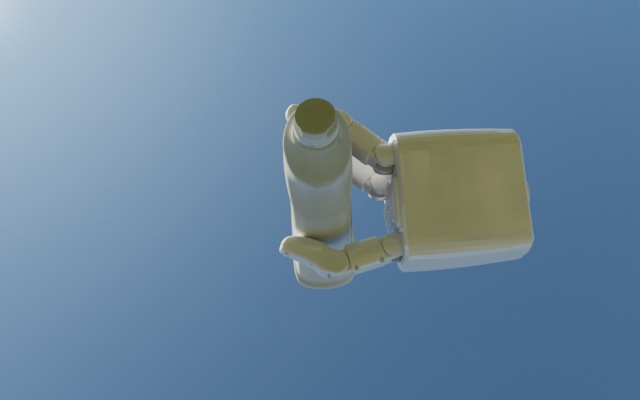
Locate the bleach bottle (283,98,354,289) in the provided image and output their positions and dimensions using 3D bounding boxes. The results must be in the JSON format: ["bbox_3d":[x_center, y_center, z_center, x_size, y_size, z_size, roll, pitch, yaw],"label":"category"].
[{"bbox_3d":[0.000,0.001,0.427,0.068,0.102,0.251,-4,-23,0],"label":"bleach bottle"}]
